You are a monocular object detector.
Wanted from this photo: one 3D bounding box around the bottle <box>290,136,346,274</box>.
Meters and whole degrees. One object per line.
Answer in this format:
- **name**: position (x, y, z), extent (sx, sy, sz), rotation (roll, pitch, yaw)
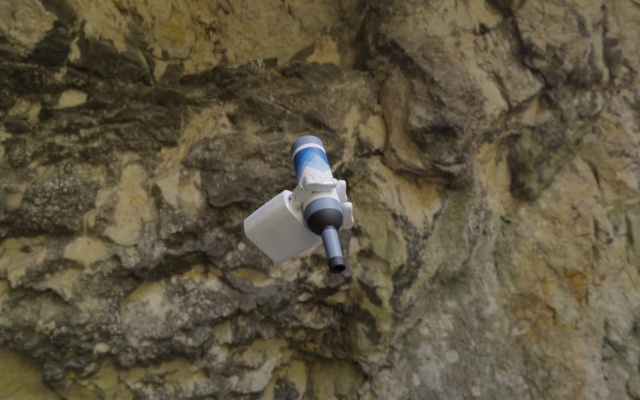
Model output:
- **bottle**: position (0.000, 0.003, 0.864), extent (0.069, 0.295, 0.069), rotation (-8, -41, -7)
